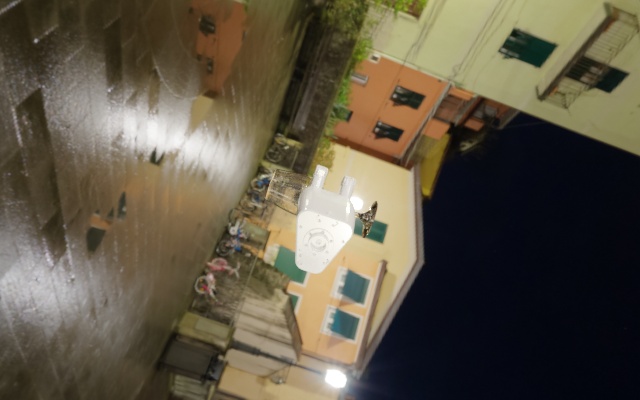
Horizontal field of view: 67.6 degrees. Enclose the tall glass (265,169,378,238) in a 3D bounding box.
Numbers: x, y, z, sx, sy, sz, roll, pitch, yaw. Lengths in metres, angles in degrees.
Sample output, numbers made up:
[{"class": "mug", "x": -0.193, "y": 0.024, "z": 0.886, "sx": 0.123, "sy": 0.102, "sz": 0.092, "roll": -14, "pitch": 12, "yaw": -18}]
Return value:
[{"class": "tall glass", "x": 0.001, "y": 0.003, "z": 0.890, "sx": 0.201, "sy": 0.079, "sz": 0.079, "roll": 20, "pitch": -2, "yaw": -4}]
